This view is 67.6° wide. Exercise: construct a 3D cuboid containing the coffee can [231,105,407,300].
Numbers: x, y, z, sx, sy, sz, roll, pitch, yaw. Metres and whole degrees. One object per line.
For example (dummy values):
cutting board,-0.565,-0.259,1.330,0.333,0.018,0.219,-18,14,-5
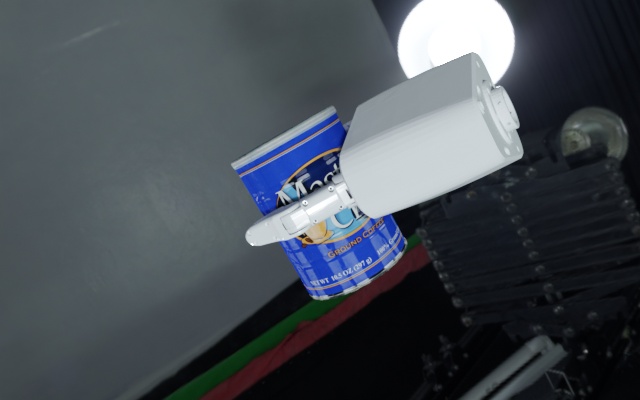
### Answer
coffee can,0.000,0.001,0.428,0.103,0.140,0.103,-29,10,5
